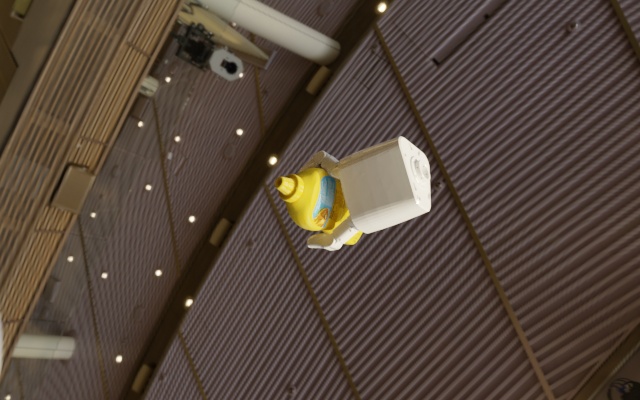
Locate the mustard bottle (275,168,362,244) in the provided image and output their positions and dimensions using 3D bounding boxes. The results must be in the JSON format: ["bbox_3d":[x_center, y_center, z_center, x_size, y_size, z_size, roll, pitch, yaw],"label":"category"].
[{"bbox_3d":[0.000,0.003,0.748,0.058,0.096,0.192,6,-13,41],"label":"mustard bottle"}]
